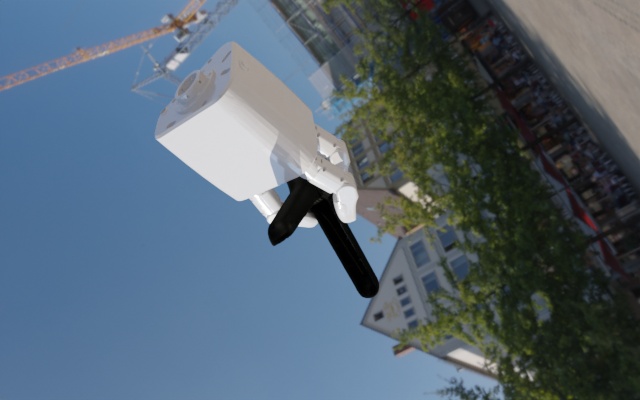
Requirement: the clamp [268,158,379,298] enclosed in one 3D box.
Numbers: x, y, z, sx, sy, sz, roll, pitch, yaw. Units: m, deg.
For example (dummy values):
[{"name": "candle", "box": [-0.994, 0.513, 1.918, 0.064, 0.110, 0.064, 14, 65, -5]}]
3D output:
[{"name": "clamp", "box": [-0.001, 0.002, 0.523, 0.036, 0.209, 0.165, -31, -50, 21]}]
